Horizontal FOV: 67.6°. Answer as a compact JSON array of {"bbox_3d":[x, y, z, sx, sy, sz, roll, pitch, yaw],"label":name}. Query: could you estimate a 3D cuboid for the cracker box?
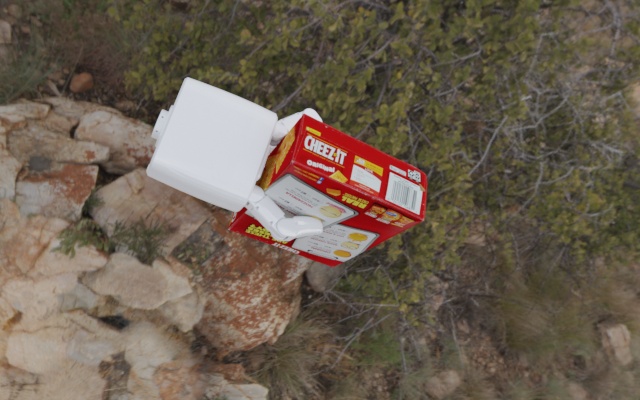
[{"bbox_3d":[0.000,0.002,0.587,0.164,0.072,0.214,23,-30,-19],"label":"cracker box"}]
